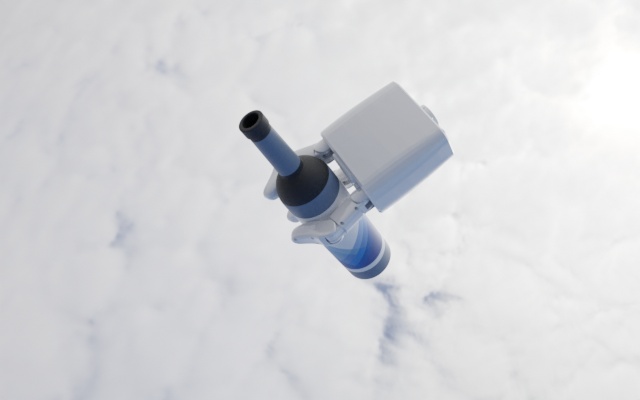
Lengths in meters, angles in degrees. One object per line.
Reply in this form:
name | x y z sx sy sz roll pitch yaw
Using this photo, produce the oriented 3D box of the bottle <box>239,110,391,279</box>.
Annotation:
bottle | 0.000 0.002 0.558 0.069 0.069 0.296 0 -32 32
